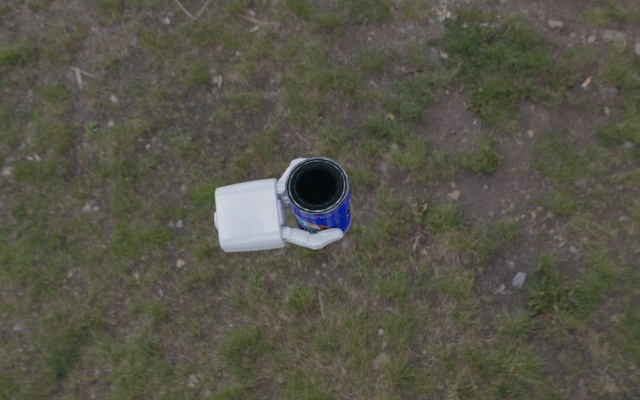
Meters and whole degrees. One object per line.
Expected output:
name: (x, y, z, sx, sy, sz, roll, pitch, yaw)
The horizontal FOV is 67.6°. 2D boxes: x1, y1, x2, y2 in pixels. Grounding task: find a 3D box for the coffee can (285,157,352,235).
coffee can: (0.000, 0.003, 0.821, 0.103, 0.102, 0.140, 0, -23, 6)
